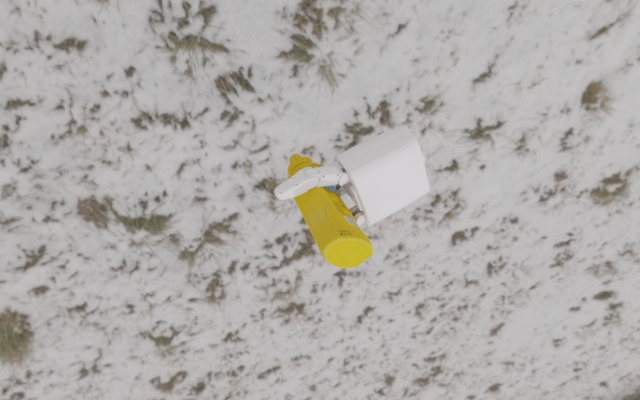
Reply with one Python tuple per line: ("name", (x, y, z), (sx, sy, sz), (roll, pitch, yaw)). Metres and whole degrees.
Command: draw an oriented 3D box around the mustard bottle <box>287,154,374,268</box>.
("mustard bottle", (0.000, 0.003, 0.672), (0.058, 0.191, 0.096), (-41, -36, 17))
